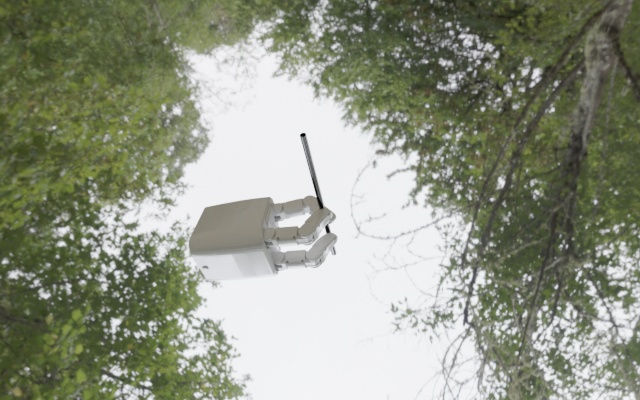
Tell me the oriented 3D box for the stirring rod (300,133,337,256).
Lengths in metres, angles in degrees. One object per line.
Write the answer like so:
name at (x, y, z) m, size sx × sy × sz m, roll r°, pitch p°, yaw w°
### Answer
stirring rod at (0.000, 0.002, 0.653) m, size 0.011 × 0.011 × 0.240 m, roll 0°, pitch -42°, yaw 13°
